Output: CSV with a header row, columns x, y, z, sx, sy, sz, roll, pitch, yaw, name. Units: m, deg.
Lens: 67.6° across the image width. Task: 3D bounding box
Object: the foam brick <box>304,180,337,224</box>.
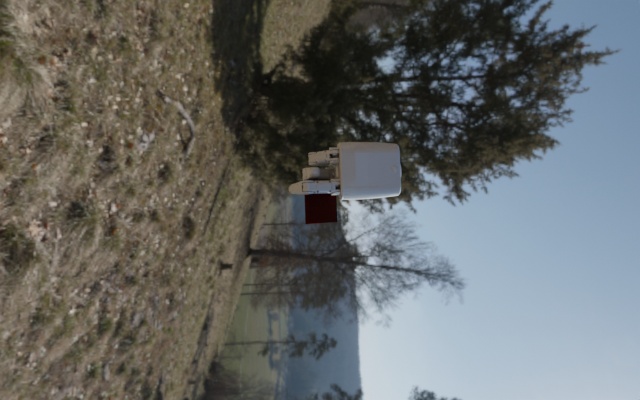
x,y,z,sx,sy,sz,roll,pitch,yaw,name
0.000,0.003,0.853,0.051,0.078,0.053,-2,-2,-10,foam brick
